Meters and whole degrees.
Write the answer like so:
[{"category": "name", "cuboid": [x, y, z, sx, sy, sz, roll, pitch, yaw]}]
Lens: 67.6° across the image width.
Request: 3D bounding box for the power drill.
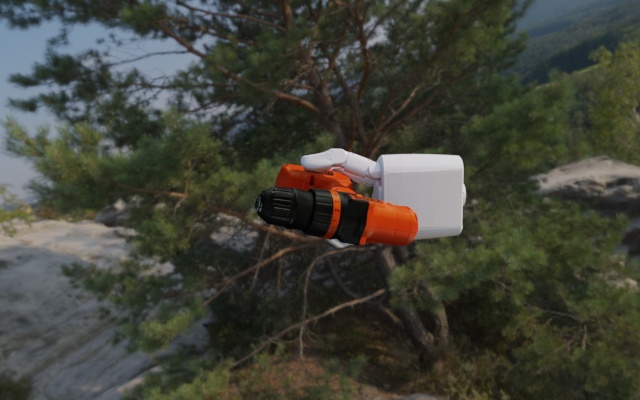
[{"category": "power drill", "cuboid": [0.000, 0.002, 0.576, 0.184, 0.057, 0.187, 11, 11, -20]}]
